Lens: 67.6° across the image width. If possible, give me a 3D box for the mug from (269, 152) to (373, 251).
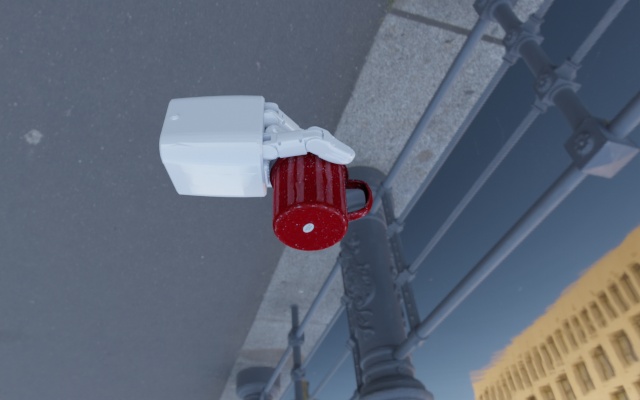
[{"bbox_3d":[0.002,0.002,0.533,0.117,0.081,0.093,-2,-43,-1],"label":"mug"}]
